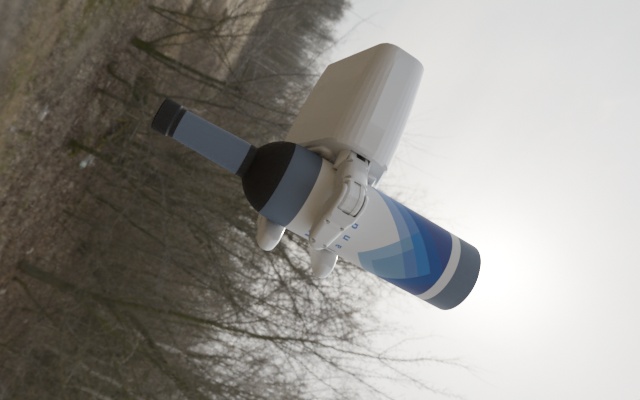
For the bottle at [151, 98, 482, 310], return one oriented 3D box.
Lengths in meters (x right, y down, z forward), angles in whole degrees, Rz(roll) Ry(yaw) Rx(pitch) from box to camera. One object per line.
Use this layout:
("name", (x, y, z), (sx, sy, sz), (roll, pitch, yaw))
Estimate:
("bottle", (0.000, 0.002, 0.405), (0.296, 0.069, 0.069), (29, -8, -14))
